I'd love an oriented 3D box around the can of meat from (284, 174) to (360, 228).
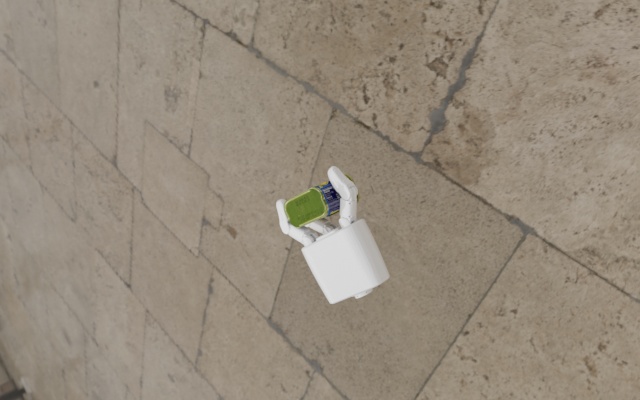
[{"bbox_3d":[0.000,0.003,0.801,0.084,0.057,0.102,-23,-2,-46],"label":"can of meat"}]
